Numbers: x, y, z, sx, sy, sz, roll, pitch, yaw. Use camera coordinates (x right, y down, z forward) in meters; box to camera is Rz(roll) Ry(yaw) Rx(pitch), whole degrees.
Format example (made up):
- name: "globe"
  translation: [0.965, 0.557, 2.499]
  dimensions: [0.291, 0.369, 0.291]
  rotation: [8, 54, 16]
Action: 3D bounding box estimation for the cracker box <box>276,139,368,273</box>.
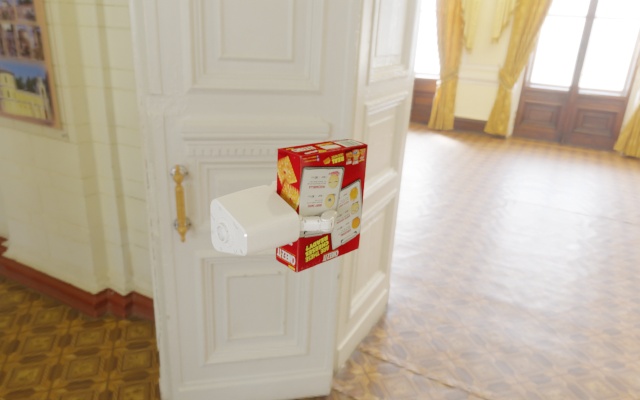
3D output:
- name: "cracker box"
  translation: [0.000, 0.003, 0.871]
  dimensions: [0.164, 0.214, 0.072]
  rotation: [-15, 28, -40]
